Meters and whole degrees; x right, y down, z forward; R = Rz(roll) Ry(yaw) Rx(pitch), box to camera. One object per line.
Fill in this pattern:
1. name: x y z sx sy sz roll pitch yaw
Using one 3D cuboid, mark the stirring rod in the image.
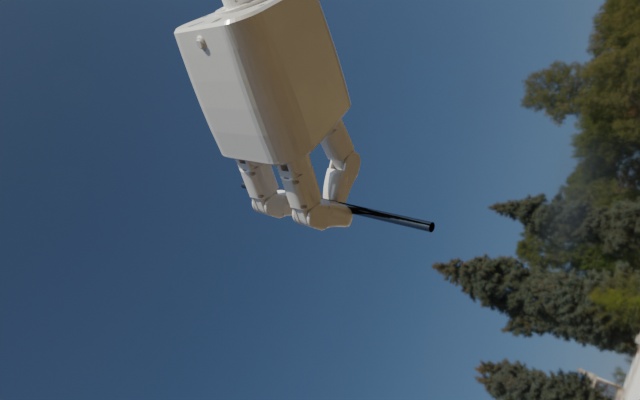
1. stirring rod: 0.000 0.001 0.446 0.239 0.011 0.011 13 9 44
